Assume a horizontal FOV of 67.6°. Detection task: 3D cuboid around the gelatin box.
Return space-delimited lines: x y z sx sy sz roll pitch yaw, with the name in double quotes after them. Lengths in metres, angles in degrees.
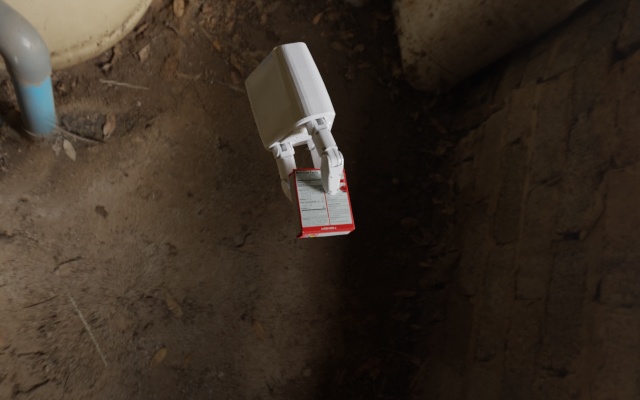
0.000 0.002 0.630 0.073 0.089 0.030 -3 -17 -21 "gelatin box"
